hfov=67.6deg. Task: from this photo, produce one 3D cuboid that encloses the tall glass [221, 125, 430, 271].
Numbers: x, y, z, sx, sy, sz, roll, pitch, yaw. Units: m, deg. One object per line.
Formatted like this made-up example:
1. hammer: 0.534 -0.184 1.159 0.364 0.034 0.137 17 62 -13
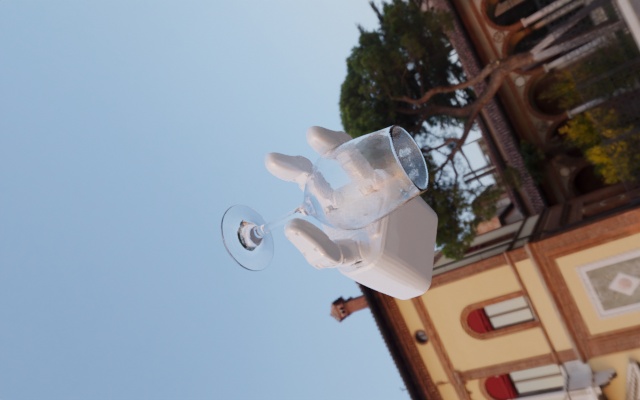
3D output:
1. tall glass: -0.001 0.002 0.451 0.201 0.079 0.079 -26 -15 32
